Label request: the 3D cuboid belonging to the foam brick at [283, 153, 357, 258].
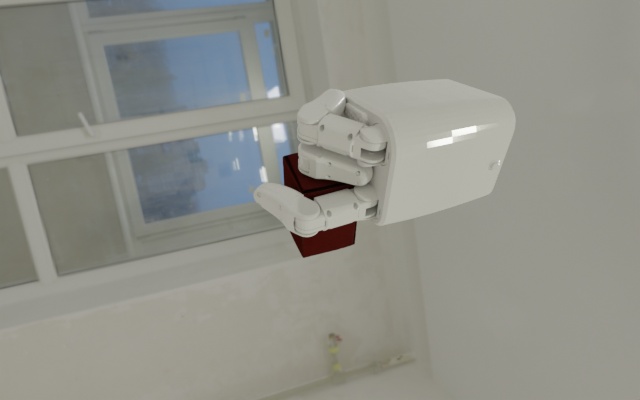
[{"bbox_3d":[0.000,0.002,0.412,0.051,0.078,0.053,-13,45,-16],"label":"foam brick"}]
